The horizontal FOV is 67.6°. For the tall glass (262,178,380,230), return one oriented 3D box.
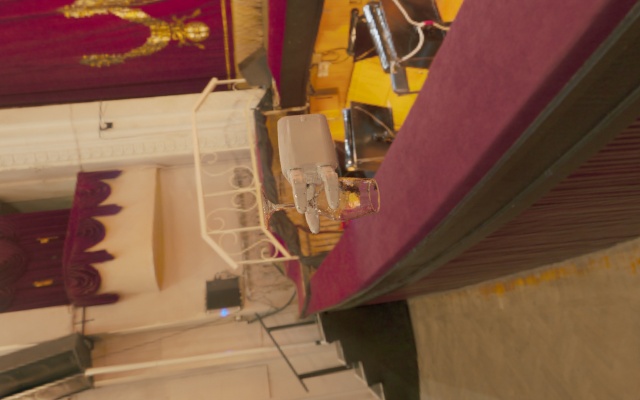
[{"bbox_3d":[-0.001,0.003,0.842,0.201,0.079,0.079,-6,1,-8],"label":"tall glass"}]
